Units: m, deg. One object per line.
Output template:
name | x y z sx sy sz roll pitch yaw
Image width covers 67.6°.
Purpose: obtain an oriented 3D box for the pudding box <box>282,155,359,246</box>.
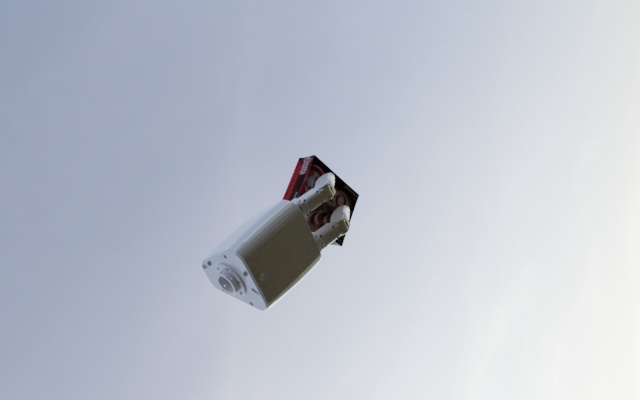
pudding box | 0.000 0.002 0.692 0.039 0.090 0.113 -2 -31 43
